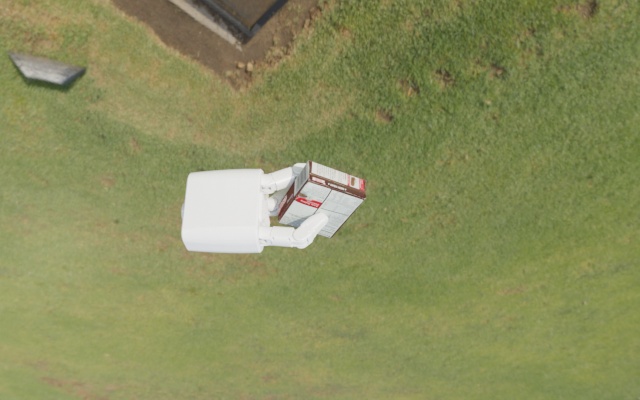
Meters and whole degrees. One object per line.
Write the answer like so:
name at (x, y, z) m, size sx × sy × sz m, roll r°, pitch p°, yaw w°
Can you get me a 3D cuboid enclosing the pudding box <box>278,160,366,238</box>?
pudding box at (0.000, 0.002, 0.679) m, size 0.090 × 0.039 × 0.113 m, roll 17°, pitch -39°, yaw -19°
